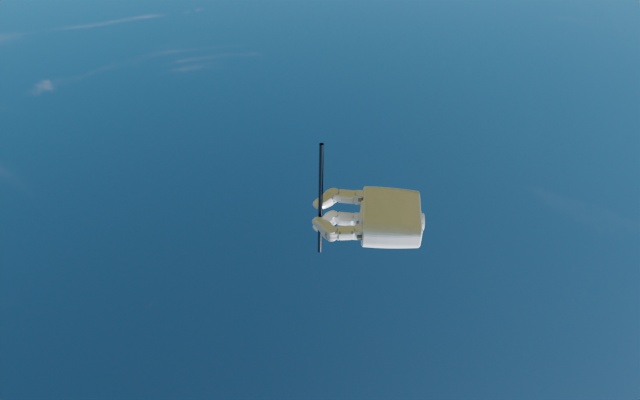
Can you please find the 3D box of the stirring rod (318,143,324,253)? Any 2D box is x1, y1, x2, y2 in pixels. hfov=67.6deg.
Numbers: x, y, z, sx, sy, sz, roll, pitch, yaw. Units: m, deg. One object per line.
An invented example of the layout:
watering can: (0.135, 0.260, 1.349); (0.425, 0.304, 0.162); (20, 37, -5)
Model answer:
stirring rod: (0.000, 0.003, 0.865); (0.011, 0.240, 0.011); (1, 37, 0)
